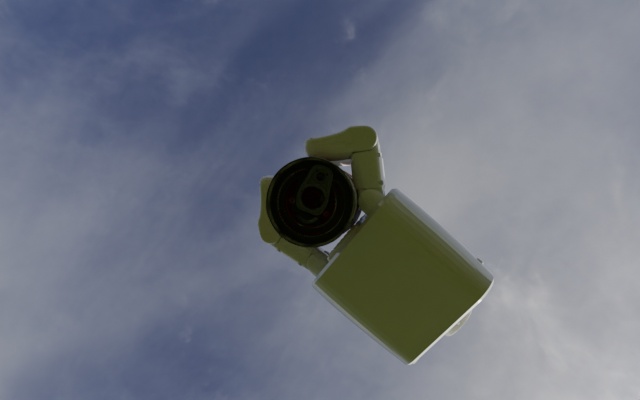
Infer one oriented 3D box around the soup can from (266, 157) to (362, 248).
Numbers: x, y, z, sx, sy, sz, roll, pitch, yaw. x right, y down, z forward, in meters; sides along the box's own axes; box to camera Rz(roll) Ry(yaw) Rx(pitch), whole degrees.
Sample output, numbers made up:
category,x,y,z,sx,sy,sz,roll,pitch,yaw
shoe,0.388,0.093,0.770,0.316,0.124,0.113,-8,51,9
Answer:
category,x,y,z,sx,sy,sz,roll,pitch,yaw
soup can,0.000,0.001,0.405,0.068,0.068,0.102,0,0,9
